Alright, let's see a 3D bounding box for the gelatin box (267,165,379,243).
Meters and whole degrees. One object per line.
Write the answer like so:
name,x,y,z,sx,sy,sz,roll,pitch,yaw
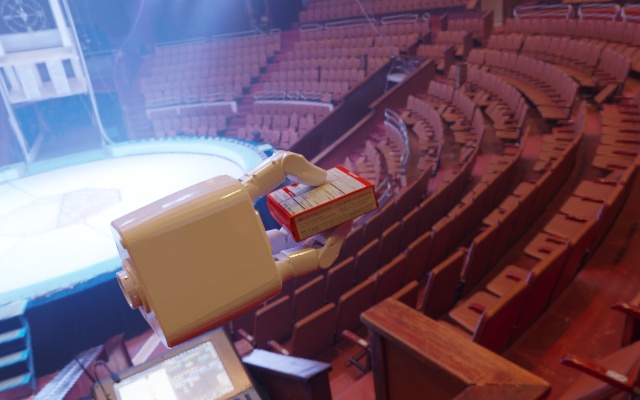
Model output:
gelatin box,0.000,0.001,0.466,0.089,0.030,0.073,-23,25,-16
